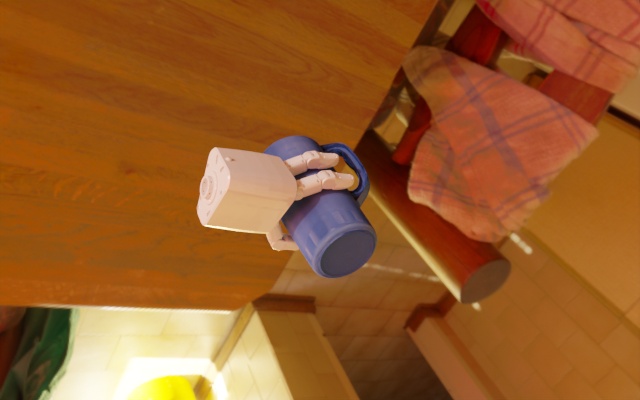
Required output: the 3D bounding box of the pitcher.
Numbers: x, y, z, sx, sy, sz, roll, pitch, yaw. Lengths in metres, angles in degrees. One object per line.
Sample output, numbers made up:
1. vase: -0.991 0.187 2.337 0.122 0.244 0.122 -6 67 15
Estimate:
1. pitcher: 0.000 0.003 0.776 0.145 0.149 0.242 9 31 -34
